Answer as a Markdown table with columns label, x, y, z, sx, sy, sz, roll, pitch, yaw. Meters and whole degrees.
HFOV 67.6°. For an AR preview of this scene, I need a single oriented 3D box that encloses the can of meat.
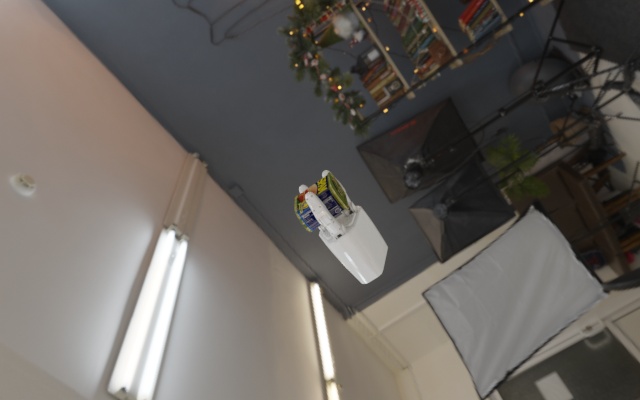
| label | x | y | z | sx | sy | sz | roll | pitch | yaw |
| --- | --- | --- | --- | --- | --- | --- | --- | --- | --- |
| can of meat | 0.000 | 0.003 | 0.883 | 0.084 | 0.057 | 0.102 | -34 | 19 | 11 |
